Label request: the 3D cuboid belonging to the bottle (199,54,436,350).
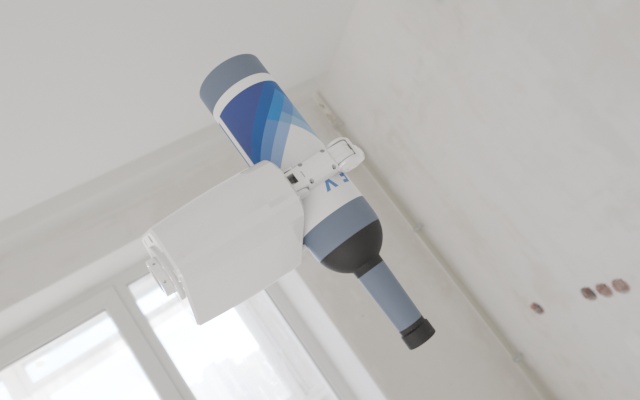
[{"bbox_3d":[0.000,0.001,0.427,0.069,0.295,0.069,-35,-10,-7],"label":"bottle"}]
